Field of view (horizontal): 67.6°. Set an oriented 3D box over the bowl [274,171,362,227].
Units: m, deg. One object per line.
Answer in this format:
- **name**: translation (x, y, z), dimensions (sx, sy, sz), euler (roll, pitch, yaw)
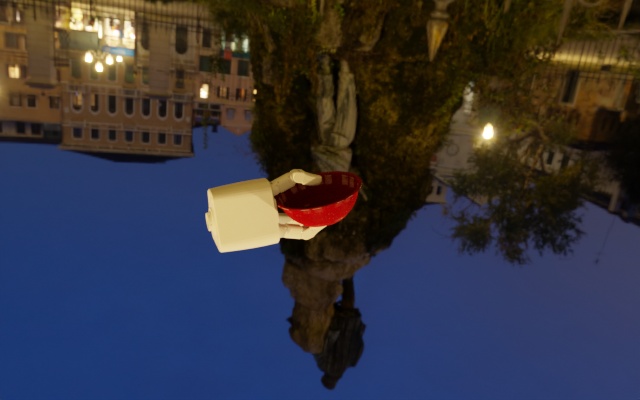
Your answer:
- **bowl**: translation (0.002, 0.003, 0.868), dimensions (0.162, 0.055, 0.162), euler (-11, 24, 5)
